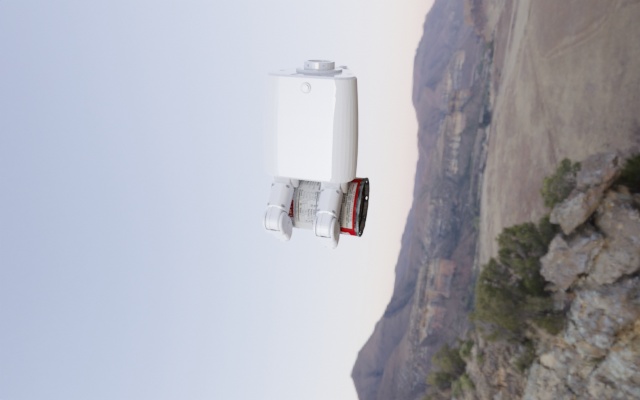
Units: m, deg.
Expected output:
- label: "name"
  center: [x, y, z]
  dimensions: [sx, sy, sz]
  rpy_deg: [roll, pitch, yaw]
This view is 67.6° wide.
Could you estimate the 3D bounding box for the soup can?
- label: "soup can"
  center: [0.000, 0.002, 0.545]
  dimensions: [0.102, 0.068, 0.068]
  rpy_deg: [7, 2, 13]
